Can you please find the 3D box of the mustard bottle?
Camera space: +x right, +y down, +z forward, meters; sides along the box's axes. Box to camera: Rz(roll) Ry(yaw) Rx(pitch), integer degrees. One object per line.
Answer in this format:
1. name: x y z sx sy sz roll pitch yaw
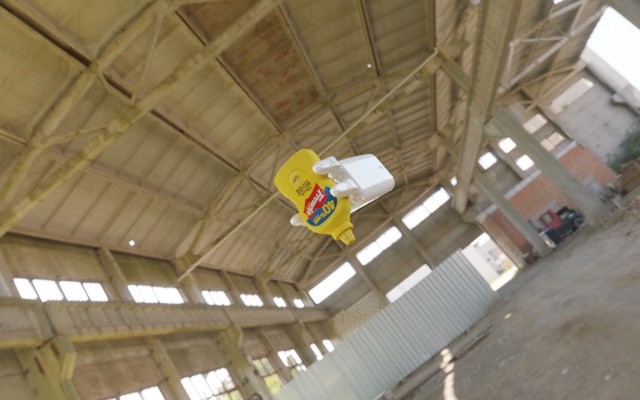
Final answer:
1. mustard bottle: 0.000 0.003 0.882 0.096 0.191 0.058 -45 -20 20
